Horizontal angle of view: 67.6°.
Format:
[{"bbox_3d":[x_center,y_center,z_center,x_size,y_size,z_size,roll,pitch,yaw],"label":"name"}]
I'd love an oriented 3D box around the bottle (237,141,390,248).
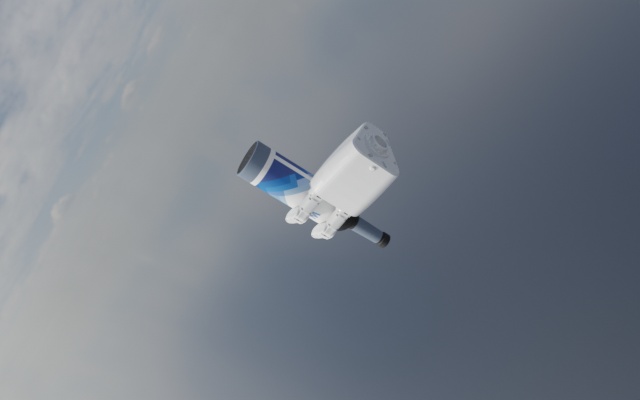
[{"bbox_3d":[0.000,0.003,0.822,0.296,0.069,0.069,31,-11,-19],"label":"bottle"}]
